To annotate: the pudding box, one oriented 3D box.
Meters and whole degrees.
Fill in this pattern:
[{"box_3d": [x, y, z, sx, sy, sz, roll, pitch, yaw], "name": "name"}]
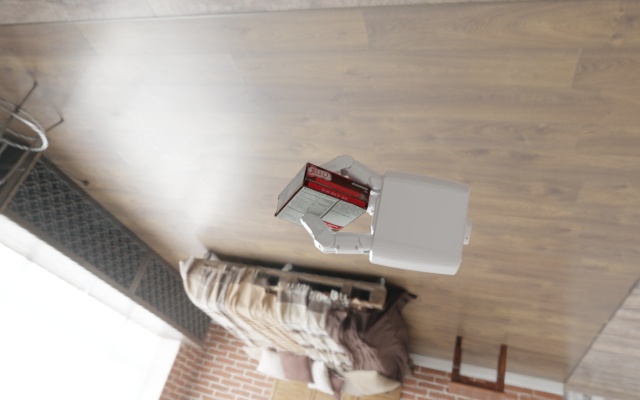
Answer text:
[{"box_3d": [0.000, 0.002, 0.620, 0.090, 0.039, 0.113, 22, -31, -16], "name": "pudding box"}]
